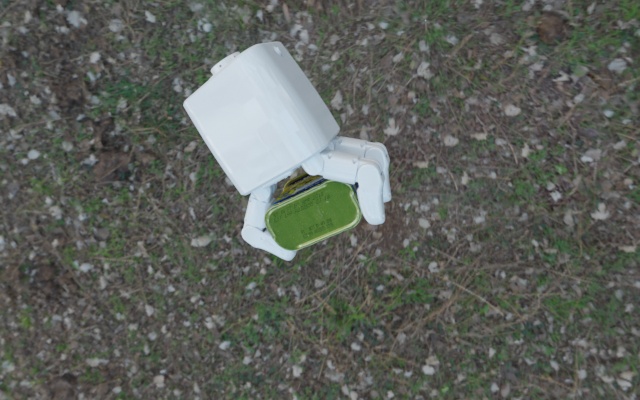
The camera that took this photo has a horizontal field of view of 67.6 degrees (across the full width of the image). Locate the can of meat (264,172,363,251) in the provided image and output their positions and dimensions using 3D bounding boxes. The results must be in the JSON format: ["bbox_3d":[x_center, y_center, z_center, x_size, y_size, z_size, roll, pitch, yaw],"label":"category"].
[{"bbox_3d":[0.000,0.002,0.488,0.102,0.057,0.084,-25,13,20],"label":"can of meat"}]
